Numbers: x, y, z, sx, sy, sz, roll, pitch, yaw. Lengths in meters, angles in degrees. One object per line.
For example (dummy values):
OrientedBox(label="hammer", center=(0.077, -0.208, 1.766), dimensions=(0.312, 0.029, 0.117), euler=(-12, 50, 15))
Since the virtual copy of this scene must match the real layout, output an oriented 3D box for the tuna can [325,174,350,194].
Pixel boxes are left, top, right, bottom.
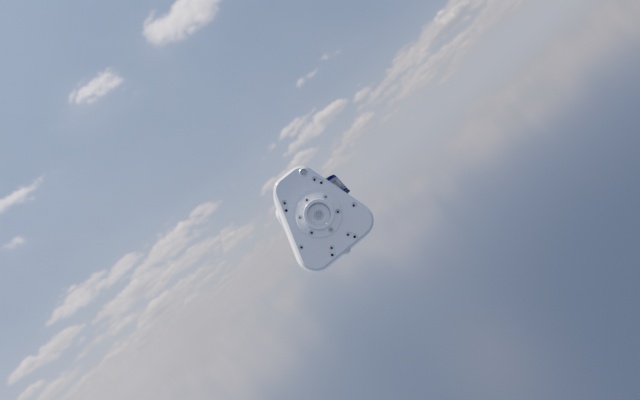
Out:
OrientedBox(label="tuna can", center=(0.000, 0.002, 0.688), dimensions=(0.086, 0.034, 0.086), euler=(-41, -7, -6))
